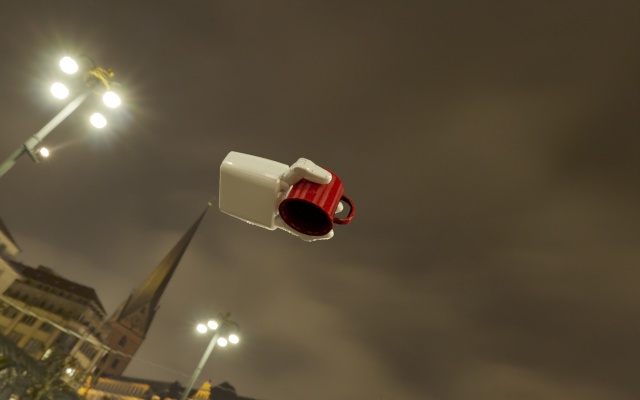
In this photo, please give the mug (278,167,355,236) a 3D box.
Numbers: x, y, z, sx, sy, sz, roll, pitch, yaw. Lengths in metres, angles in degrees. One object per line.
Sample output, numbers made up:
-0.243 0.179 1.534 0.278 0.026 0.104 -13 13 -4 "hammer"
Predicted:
0.002 0.003 0.783 0.117 0.081 0.093 18 -38 9 "mug"
